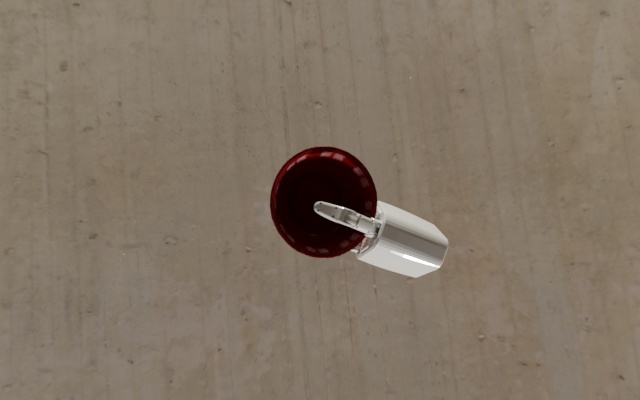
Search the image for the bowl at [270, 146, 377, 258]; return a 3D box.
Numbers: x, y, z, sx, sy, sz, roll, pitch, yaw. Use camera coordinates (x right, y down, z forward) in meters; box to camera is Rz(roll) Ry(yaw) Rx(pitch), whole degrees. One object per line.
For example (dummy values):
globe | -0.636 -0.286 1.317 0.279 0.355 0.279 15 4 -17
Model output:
bowl | -0.001 0.002 0.710 0.162 0.162 0.055 0 1 -16
